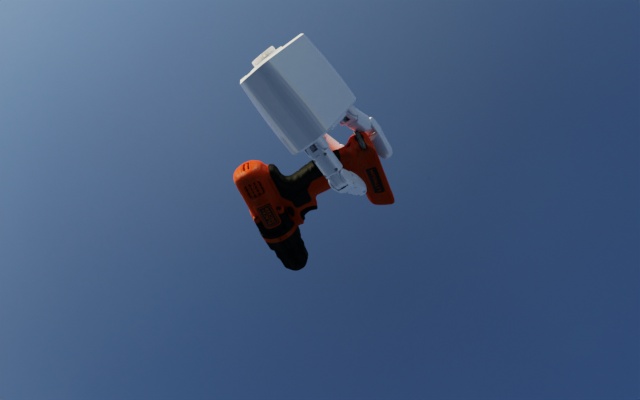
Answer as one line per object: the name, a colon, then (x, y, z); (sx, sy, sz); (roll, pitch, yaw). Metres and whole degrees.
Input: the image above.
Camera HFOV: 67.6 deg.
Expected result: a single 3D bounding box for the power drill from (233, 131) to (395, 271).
power drill: (0.000, 0.002, 0.644); (0.187, 0.184, 0.057); (-23, 35, 3)
